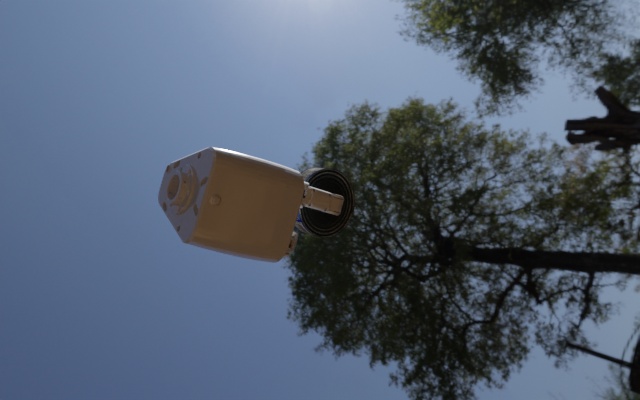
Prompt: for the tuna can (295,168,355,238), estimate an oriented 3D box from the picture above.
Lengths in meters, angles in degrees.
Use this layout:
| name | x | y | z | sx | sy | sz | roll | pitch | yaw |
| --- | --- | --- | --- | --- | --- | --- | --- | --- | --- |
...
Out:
| name | x | y | z | sx | sy | sz | roll | pitch | yaw |
| --- | --- | --- | --- | --- | --- | --- | --- | --- | --- |
| tuna can | 0.000 | 0.002 | 0.594 | 0.086 | 0.086 | 0.034 | 0 | 6 | -37 |
